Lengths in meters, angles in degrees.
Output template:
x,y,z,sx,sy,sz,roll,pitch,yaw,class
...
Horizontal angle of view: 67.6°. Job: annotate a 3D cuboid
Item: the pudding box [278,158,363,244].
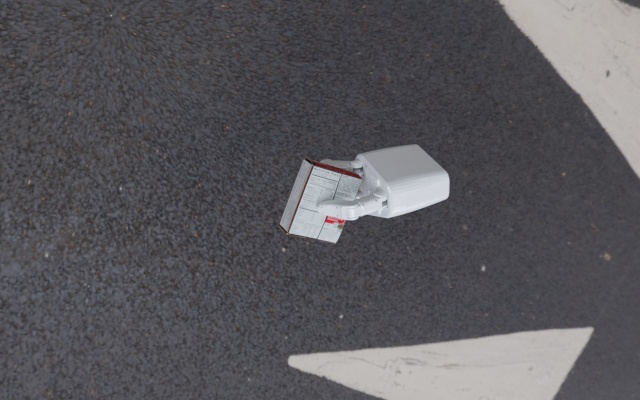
x,y,z,sx,sy,sz,roll,pitch,yaw,class
0.000,0.002,0.705,0.090,0.113,0.039,15,12,-29,pudding box
